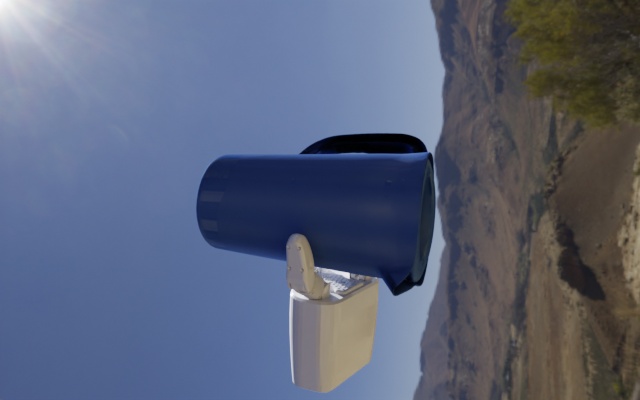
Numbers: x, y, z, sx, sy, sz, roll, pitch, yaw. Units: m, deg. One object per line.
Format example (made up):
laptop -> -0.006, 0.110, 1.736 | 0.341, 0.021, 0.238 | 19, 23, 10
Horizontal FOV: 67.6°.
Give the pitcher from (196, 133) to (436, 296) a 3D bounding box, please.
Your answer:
pitcher -> 0.000, 0.002, 0.514 | 0.243, 0.145, 0.149 | 5, 13, 18
